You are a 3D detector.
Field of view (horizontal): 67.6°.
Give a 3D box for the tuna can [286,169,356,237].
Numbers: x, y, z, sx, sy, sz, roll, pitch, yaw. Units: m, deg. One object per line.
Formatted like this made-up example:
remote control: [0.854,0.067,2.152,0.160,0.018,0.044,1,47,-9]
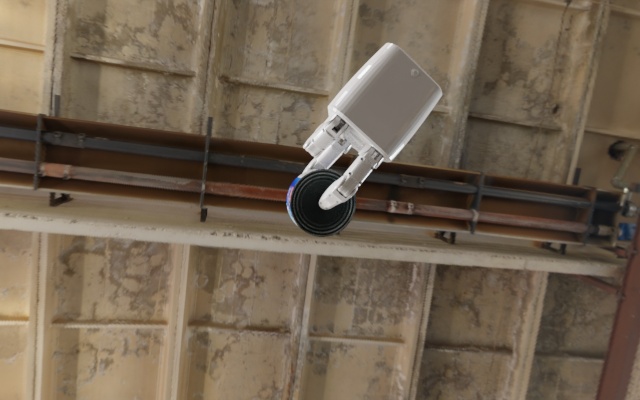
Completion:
tuna can: [0.000,0.002,0.613,0.086,0.086,0.034,0,5,-14]
